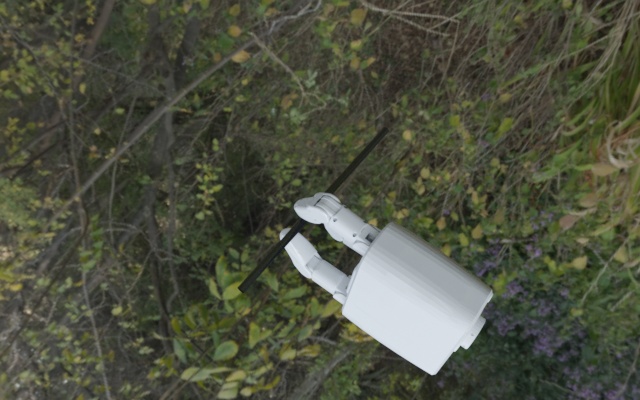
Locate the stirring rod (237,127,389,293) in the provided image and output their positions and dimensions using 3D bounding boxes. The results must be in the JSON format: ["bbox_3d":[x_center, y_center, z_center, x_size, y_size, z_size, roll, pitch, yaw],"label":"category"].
[{"bbox_3d":[0.000,0.002,0.489,0.239,0.011,0.011,-48,24,-24],"label":"stirring rod"}]
